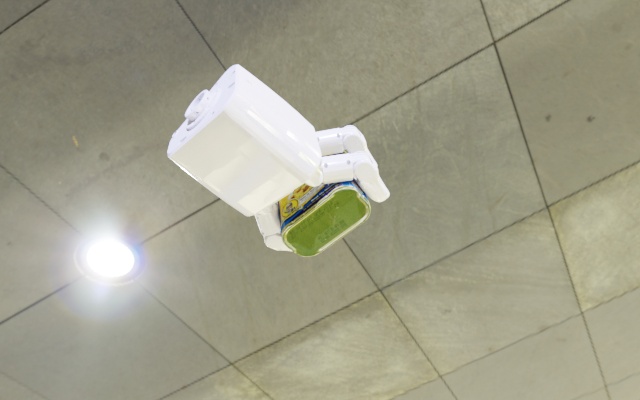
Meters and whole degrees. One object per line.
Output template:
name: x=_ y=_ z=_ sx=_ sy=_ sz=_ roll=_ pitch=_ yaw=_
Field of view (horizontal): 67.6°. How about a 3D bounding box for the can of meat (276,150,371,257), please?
can of meat: x=0.000 y=0.002 z=0.519 sx=0.102 sy=0.057 sz=0.084 roll=-38 pitch=31 yaw=15
